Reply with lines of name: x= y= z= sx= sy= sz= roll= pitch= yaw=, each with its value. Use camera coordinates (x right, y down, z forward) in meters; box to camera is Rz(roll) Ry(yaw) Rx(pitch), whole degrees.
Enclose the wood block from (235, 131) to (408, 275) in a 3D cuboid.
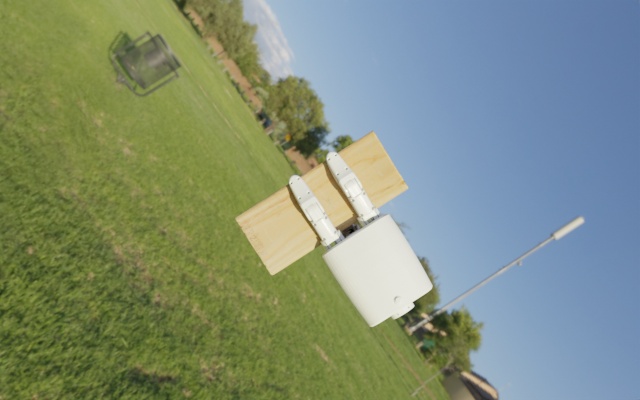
wood block: x=0.000 y=0.002 z=0.644 sx=0.206 sy=0.090 sz=0.091 roll=-32 pitch=2 yaw=-1
